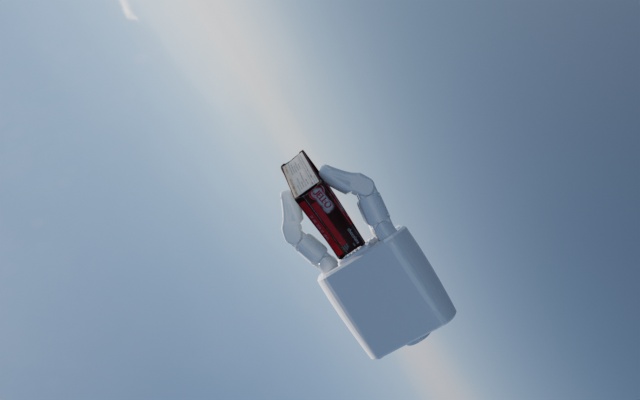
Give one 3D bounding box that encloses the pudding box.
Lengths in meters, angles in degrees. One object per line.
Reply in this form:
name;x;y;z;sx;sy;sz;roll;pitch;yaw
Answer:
pudding box;0.000;0.002;0.533;0.039;0.090;0.113;-34;25;1
